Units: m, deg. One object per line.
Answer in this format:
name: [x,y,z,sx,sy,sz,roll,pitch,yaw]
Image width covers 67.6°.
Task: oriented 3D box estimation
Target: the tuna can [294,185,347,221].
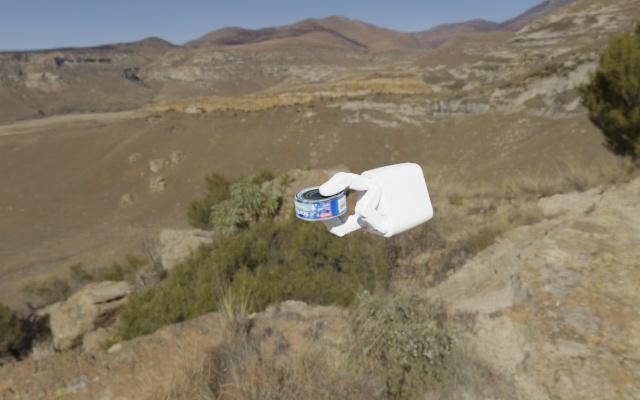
tuna can: [0.000,0.002,0.791,0.086,0.034,0.086,-6,19,2]
